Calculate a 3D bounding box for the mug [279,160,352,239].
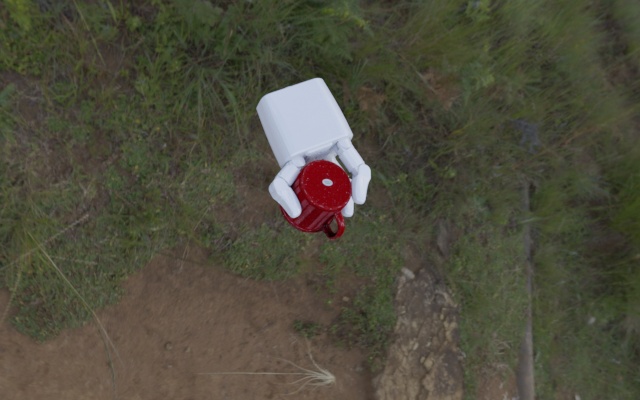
[{"bbox_3d":[0.001,0.004,0.704,0.093,0.117,0.081,-20,-13,-29],"label":"mug"}]
